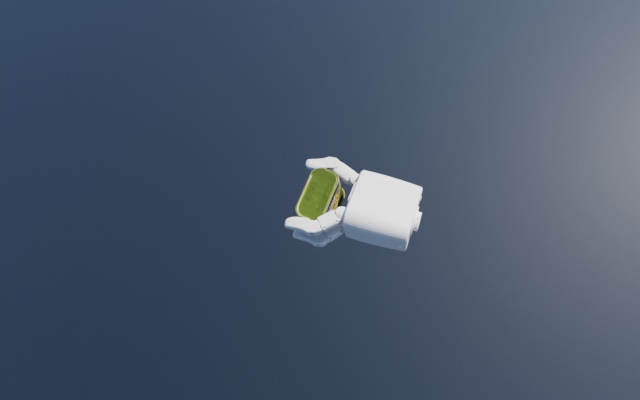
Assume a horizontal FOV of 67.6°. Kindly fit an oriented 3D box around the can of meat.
[{"bbox_3d":[0.000,0.002,0.827,0.057,0.102,0.084,19,-15,14],"label":"can of meat"}]
